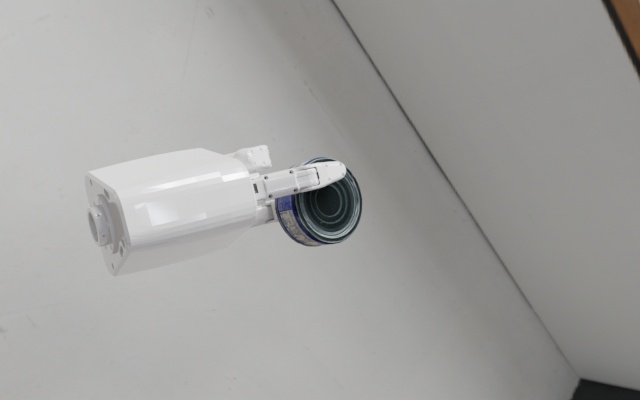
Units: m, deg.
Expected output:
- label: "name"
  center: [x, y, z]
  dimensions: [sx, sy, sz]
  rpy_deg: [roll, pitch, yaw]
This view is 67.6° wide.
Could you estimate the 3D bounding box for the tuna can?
- label: "tuna can"
  center: [0.000, 0.001, 0.467]
  dimensions: [0.086, 0.086, 0.034]
  rpy_deg: [0, -8, -37]
